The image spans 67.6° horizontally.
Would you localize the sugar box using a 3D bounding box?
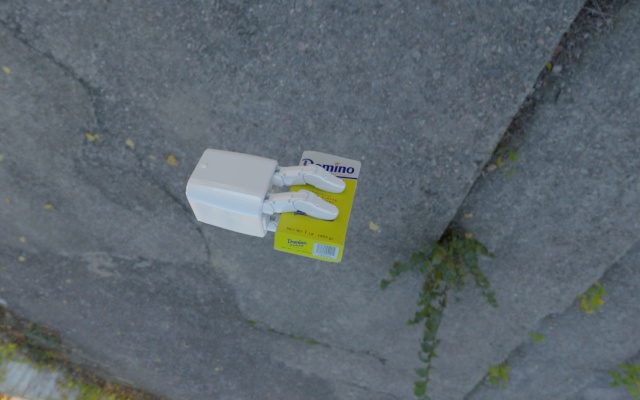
[{"bbox_3d":[0.000,0.002,0.688,0.093,0.176,0.048,12,-42,2],"label":"sugar box"}]
